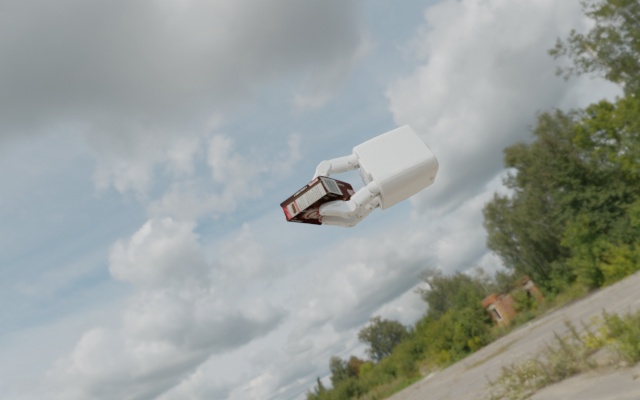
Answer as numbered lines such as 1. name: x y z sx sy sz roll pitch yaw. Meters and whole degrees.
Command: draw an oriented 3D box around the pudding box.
1. pudding box: 0.000 0.002 0.800 0.090 0.039 0.113 -36 -24 22
